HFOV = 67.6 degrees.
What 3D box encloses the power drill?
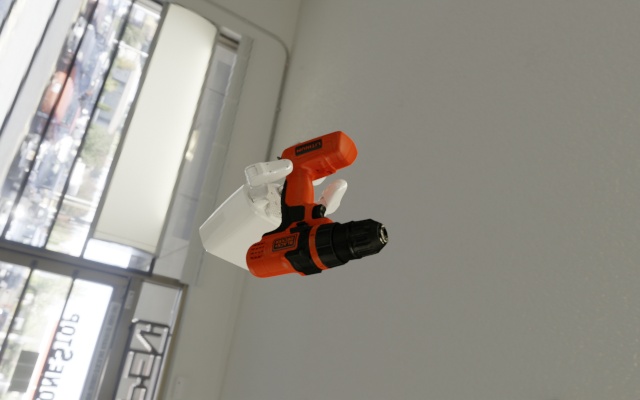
[{"bbox_3d":[0.000,0.002,0.593,0.184,0.187,0.057,-14,-43,28],"label":"power drill"}]
